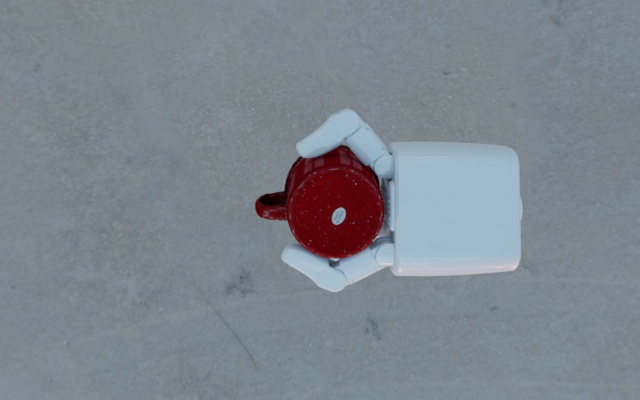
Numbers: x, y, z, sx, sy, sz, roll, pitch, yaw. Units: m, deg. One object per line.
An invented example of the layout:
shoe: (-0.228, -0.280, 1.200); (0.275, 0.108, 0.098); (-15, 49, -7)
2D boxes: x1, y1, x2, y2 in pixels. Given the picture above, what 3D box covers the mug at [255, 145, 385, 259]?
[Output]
mug: (-0.001, 0.001, 0.425); (0.117, 0.093, 0.081); (-2, 15, 0)
